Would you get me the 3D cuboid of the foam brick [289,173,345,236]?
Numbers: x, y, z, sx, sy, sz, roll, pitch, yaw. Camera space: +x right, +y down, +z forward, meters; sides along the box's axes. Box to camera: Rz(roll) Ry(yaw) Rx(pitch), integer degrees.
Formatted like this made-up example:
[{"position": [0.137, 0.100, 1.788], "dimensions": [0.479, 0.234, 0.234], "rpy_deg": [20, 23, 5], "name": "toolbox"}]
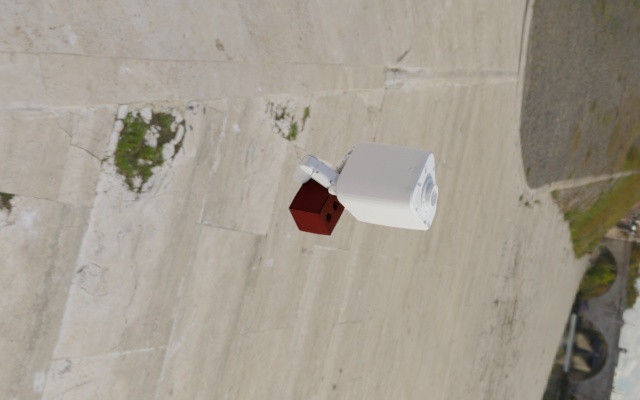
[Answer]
[{"position": [0.000, 0.002, 0.676], "dimensions": [0.051, 0.078, 0.053], "rpy_deg": [11, -34, 29], "name": "foam brick"}]
